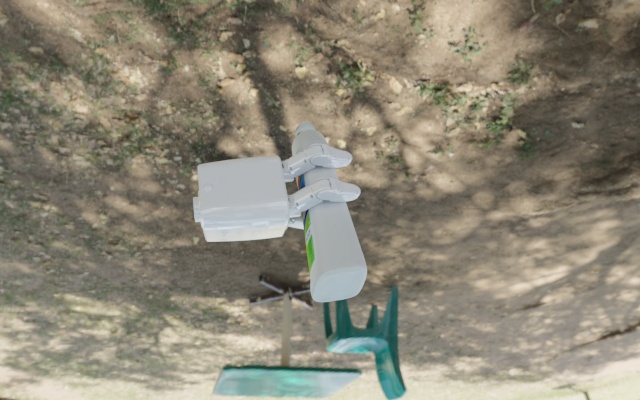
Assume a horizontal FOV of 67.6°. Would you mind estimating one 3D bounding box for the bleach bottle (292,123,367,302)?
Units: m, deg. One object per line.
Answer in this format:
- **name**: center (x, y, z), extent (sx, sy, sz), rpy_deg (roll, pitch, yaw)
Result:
- **bleach bottle**: center (0.000, 0.002, 0.652), extent (0.068, 0.250, 0.103), rpy_deg (-6, -32, -11)
